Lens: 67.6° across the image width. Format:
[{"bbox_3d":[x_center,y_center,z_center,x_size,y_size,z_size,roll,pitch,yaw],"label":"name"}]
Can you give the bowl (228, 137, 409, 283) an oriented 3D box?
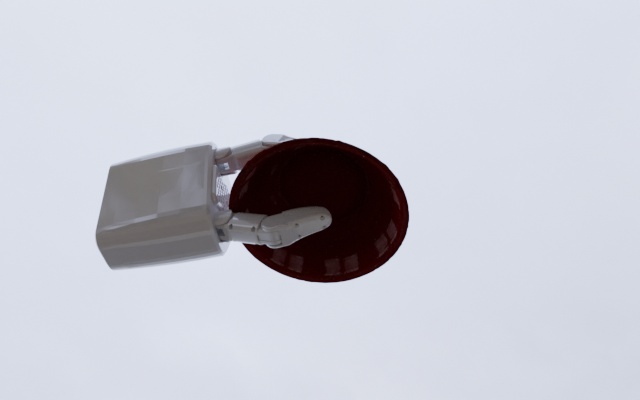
[{"bbox_3d":[0.001,0.001,0.447,0.162,0.162,0.055,0,35,7],"label":"bowl"}]
